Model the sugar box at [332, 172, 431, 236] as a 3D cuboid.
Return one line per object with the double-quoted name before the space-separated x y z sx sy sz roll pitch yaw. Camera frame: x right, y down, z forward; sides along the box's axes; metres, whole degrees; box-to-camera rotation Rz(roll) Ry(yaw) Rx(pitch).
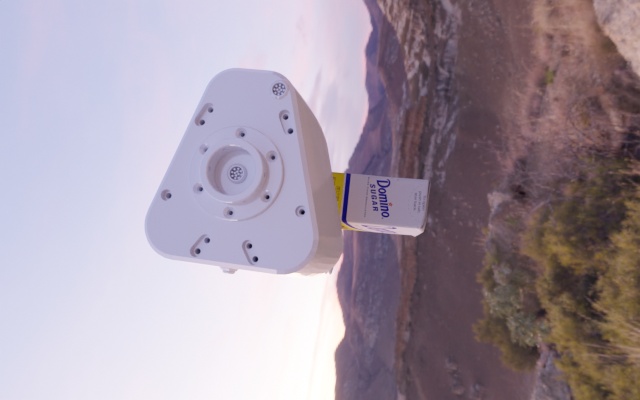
"sugar box" 0.000 0.002 0.412 0.176 0.048 0.093 8 -6 8
